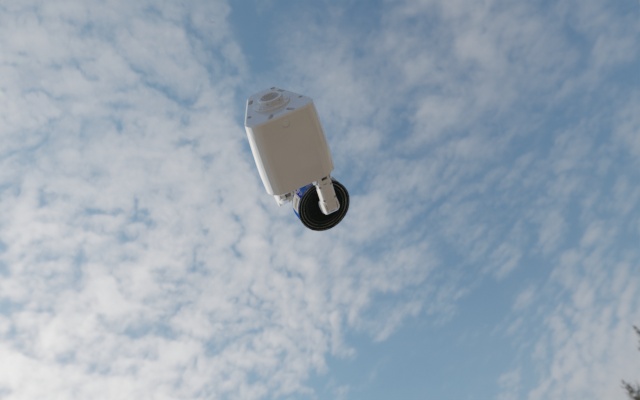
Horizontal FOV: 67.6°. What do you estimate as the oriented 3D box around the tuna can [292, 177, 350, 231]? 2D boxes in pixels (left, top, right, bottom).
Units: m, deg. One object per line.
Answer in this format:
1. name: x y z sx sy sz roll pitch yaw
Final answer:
1. tuna can: 0.000 0.002 0.743 0.086 0.086 0.033 0 24 -26
